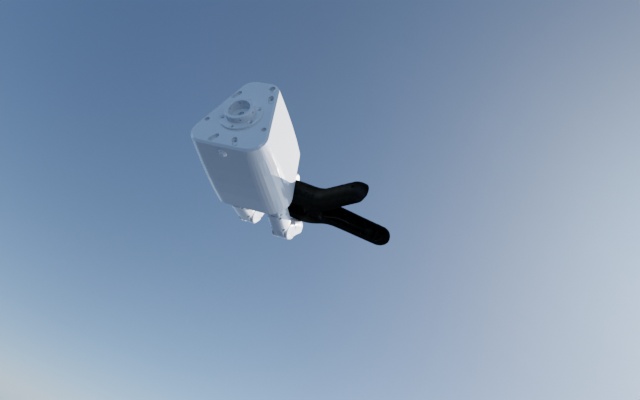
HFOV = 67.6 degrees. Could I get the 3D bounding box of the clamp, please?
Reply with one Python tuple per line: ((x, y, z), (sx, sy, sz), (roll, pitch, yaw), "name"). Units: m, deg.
((0.000, 0.001, 0.591), (0.171, 0.039, 0.120), (13, -33, 20), "clamp")
